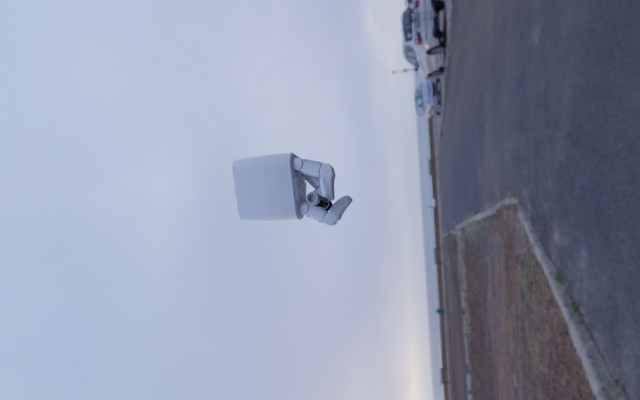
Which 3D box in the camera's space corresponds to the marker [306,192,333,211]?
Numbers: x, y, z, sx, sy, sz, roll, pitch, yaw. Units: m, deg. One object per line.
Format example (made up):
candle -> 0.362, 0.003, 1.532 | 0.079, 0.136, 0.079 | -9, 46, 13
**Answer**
marker -> 0.000, 0.002, 0.749 | 0.020, 0.020, 0.121 | 0, -6, 12
